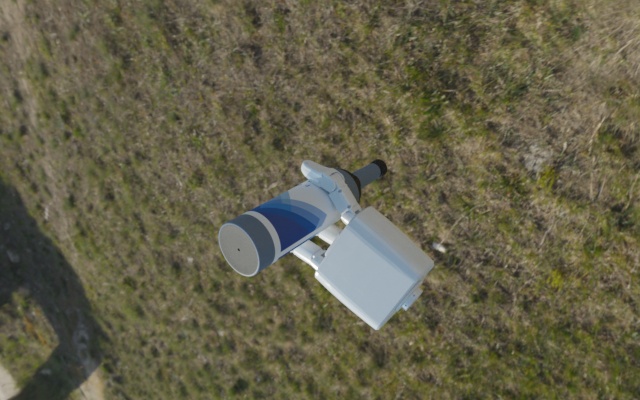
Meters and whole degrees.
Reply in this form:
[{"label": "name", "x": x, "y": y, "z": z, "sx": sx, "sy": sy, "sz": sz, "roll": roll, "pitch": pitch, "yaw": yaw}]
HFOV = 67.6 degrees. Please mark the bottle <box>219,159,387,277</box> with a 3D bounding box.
[{"label": "bottle", "x": 0.000, "y": 0.002, "z": 0.631, "sx": 0.069, "sy": 0.069, "sz": 0.295, "roll": 0, "pitch": 21, "yaw": 42}]
